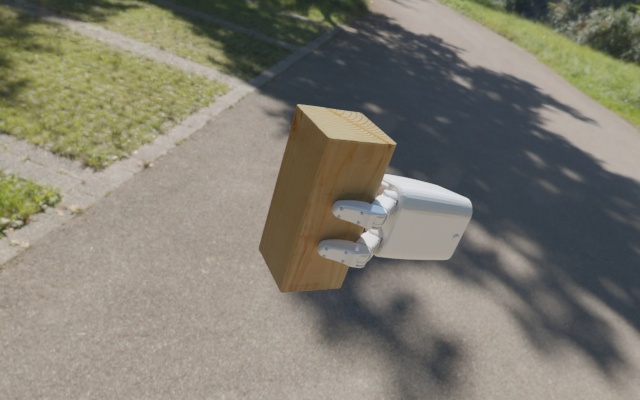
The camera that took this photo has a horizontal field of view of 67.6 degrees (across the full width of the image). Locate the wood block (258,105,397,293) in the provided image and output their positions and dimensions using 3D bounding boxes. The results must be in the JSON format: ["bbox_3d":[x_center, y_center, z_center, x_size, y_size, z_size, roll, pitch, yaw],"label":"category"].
[{"bbox_3d":[0.000,0.002,0.577,0.090,0.206,0.090,1,32,-29],"label":"wood block"}]
